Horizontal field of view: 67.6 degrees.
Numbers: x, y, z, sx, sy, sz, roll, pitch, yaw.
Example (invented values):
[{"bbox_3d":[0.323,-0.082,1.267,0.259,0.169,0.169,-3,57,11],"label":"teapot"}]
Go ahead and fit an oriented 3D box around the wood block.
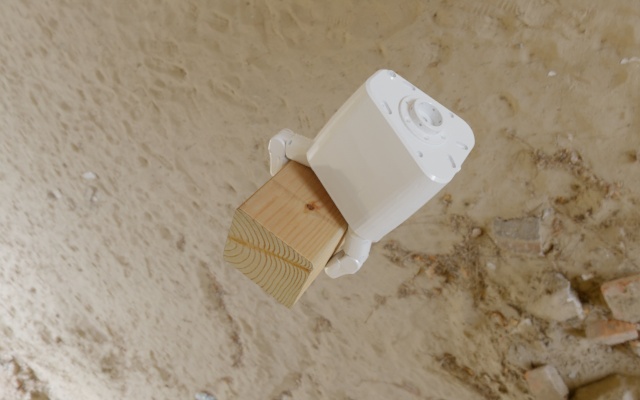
[{"bbox_3d":[0.000,0.001,0.519,0.091,0.090,0.206,36,48,9],"label":"wood block"}]
